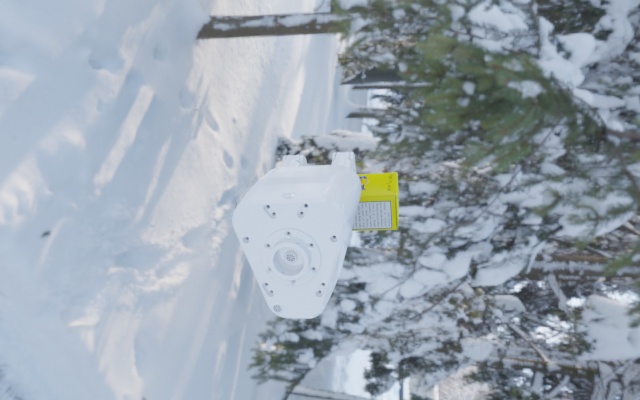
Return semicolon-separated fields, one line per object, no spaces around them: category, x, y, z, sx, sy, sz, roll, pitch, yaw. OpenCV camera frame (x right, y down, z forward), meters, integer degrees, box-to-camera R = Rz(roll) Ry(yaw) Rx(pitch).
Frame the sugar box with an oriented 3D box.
sugar box;0.000;0.001;0.547;0.176;0.048;0.093;0;18;9
